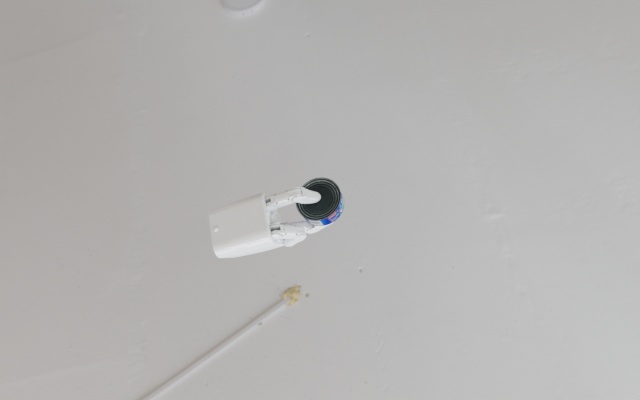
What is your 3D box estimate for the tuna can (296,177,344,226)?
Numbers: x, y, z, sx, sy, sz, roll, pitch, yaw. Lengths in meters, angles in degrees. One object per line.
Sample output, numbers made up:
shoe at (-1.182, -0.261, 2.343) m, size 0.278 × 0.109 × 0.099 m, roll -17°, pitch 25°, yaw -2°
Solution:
tuna can at (0.000, 0.003, 0.878) m, size 0.086 × 0.086 × 0.034 m, roll 0°, pitch -24°, yaw 18°
